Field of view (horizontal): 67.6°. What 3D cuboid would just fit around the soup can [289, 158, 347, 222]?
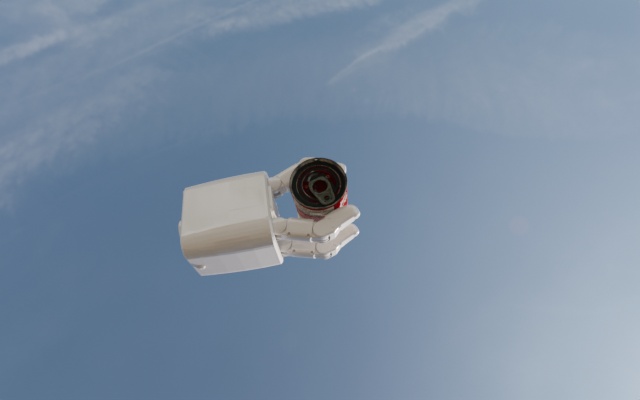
[{"bbox_3d":[0.001,0.002,0.597,0.068,0.068,0.102,0,-27,4],"label":"soup can"}]
